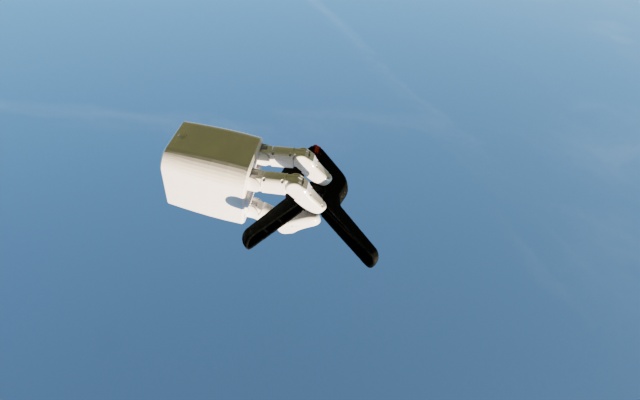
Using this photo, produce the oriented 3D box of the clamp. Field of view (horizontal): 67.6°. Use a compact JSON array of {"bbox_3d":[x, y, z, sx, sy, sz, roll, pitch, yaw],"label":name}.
[{"bbox_3d":[0.000,0.002,0.633,0.164,0.036,0.209,15,42,-3],"label":"clamp"}]
